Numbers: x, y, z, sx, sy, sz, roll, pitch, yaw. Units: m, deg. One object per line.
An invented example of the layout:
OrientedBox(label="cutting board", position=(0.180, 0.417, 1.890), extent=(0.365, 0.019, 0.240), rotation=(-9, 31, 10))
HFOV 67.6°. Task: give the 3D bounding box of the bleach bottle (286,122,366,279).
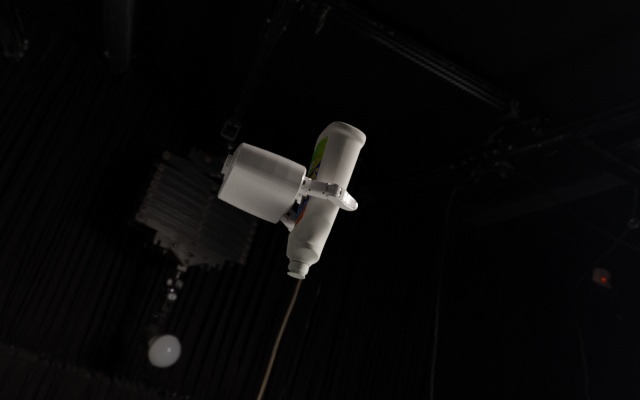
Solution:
OrientedBox(label="bleach bottle", position=(0.000, 0.003, 0.773), extent=(0.068, 0.250, 0.102), rotation=(23, -23, -14))
